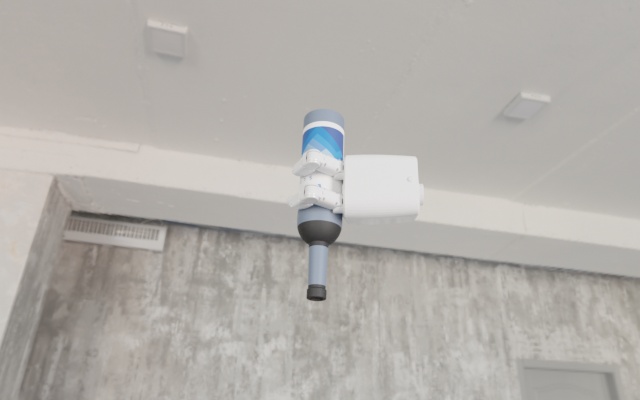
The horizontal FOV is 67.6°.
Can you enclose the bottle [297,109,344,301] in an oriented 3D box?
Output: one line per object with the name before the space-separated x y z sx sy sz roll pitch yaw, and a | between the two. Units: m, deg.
bottle | 0.000 0.002 0.716 0.069 0.295 0.069 2 -26 1
